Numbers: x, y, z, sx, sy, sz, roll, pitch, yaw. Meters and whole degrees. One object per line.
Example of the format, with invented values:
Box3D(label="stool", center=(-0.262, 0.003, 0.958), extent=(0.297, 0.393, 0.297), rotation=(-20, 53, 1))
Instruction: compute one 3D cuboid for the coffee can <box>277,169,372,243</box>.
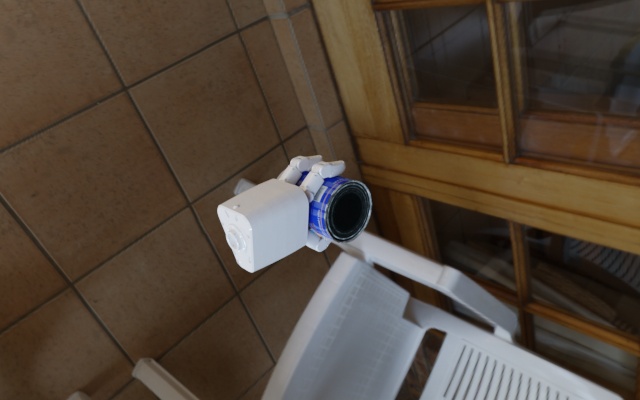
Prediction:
Box3D(label="coffee can", center=(0.000, 0.003, 0.797), extent=(0.103, 0.103, 0.140), rotation=(0, 13, -42))
